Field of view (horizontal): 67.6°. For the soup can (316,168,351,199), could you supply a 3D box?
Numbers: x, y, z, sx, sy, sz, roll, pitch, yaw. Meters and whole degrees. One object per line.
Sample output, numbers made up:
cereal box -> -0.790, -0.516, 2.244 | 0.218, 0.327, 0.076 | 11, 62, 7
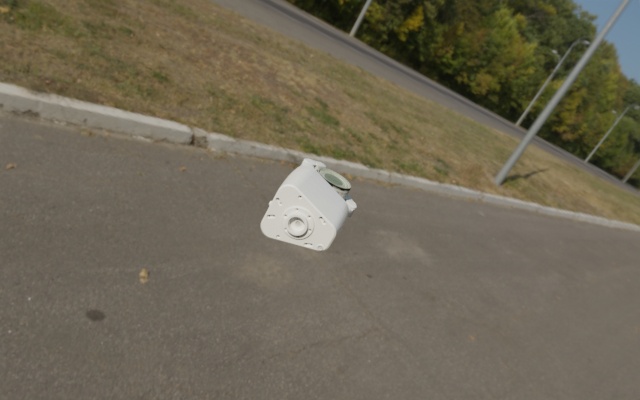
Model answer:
soup can -> 0.000, 0.002, 0.827 | 0.068, 0.102, 0.068 | 26, 21, -11
